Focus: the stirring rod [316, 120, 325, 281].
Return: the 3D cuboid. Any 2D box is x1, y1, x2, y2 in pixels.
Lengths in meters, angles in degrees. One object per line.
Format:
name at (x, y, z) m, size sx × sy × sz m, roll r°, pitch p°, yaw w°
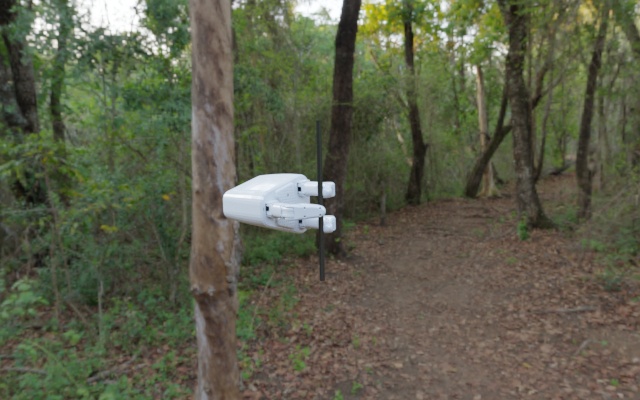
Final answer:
stirring rod at (0.000, 0.002, 0.713) m, size 0.011 × 0.239 × 0.011 m, roll -1°, pitch 7°, yaw 0°
